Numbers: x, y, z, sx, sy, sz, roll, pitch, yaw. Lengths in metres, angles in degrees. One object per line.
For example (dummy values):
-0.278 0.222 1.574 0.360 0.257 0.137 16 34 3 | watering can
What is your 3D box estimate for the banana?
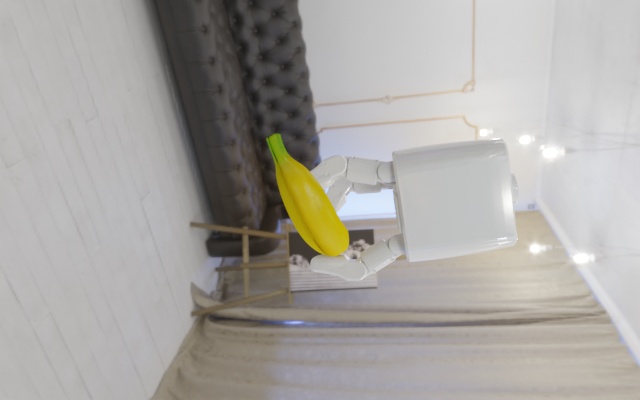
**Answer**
0.001 0.016 0.452 0.037 0.069 0.198 -13 -31 10 | banana
